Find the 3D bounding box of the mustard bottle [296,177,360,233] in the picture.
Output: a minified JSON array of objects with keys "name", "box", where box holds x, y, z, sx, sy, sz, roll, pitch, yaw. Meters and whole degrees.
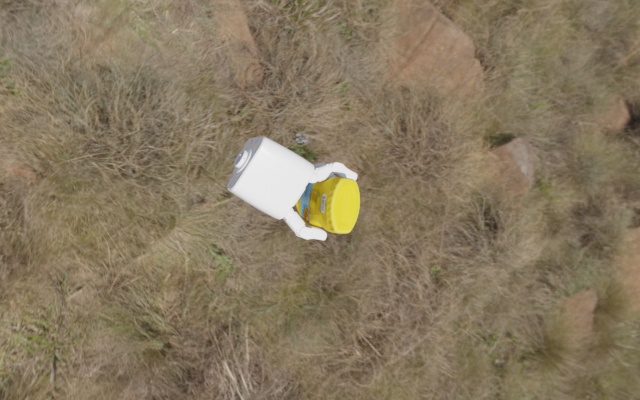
[{"name":"mustard bottle","box":[0.001,0.003,0.889,0.058,0.096,0.191,4,2,-27]}]
